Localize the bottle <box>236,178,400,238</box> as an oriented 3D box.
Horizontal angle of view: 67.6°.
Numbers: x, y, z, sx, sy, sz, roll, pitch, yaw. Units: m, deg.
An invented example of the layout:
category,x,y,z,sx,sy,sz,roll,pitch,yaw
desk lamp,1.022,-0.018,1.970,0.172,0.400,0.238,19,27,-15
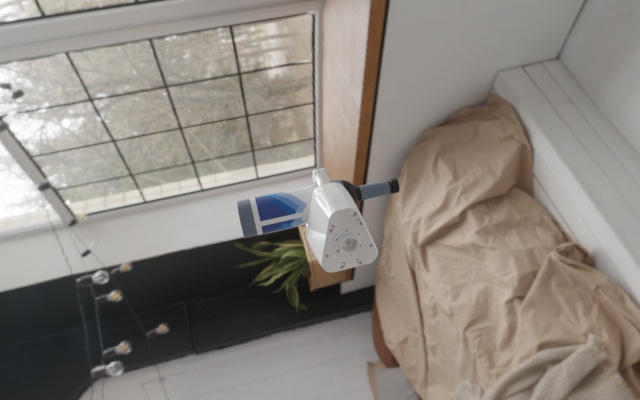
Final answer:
category,x,y,z,sx,sy,sz,roll,pitch,yaw
bottle,0.000,0.003,0.865,0.295,0.069,0.069,-12,2,-8
